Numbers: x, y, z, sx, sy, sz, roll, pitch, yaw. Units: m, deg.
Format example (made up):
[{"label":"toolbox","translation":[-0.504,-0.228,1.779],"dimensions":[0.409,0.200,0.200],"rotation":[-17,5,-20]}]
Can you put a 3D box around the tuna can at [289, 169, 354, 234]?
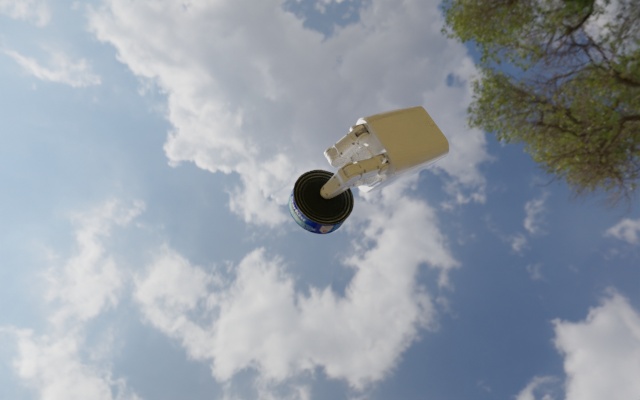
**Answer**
[{"label":"tuna can","translation":[0.000,0.002,0.654],"dimensions":[0.086,0.086,0.034],"rotation":[0,-29,-20]}]
